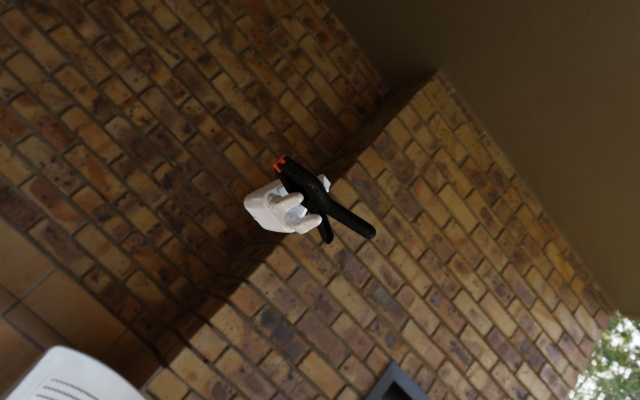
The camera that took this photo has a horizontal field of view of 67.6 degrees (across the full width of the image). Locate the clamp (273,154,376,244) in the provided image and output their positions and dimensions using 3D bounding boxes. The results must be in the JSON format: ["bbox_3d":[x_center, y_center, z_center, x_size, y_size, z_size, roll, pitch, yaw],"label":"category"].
[{"bbox_3d":[0.000,0.002,0.858,0.036,0.210,0.164,-49,22,-26],"label":"clamp"}]
